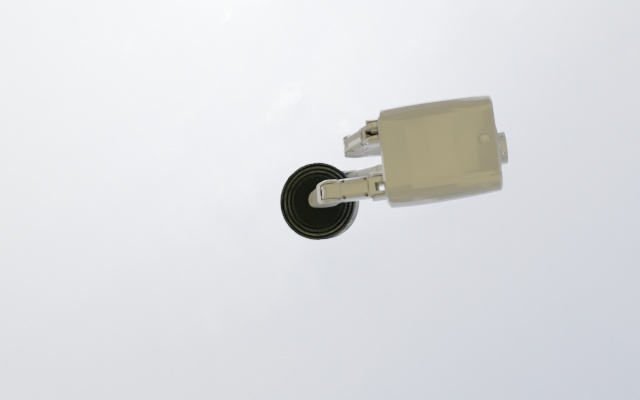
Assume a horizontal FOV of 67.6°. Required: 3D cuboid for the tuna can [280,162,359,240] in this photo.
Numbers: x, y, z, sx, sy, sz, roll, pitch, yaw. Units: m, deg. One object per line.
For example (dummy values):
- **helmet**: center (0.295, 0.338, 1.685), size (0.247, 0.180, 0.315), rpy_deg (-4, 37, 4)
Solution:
- **tuna can**: center (0.000, 0.002, 0.539), size (0.086, 0.086, 0.034), rpy_deg (0, -4, 15)
